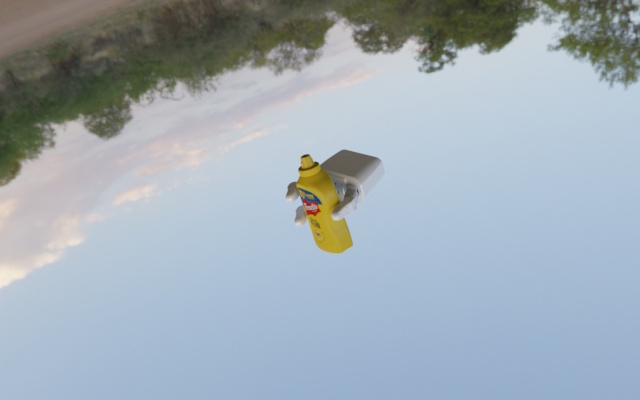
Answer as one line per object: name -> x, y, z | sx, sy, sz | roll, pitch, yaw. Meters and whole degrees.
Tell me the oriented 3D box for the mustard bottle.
mustard bottle -> 0.000, 0.003, 0.893 | 0.058, 0.192, 0.096 | -29, 26, -23
